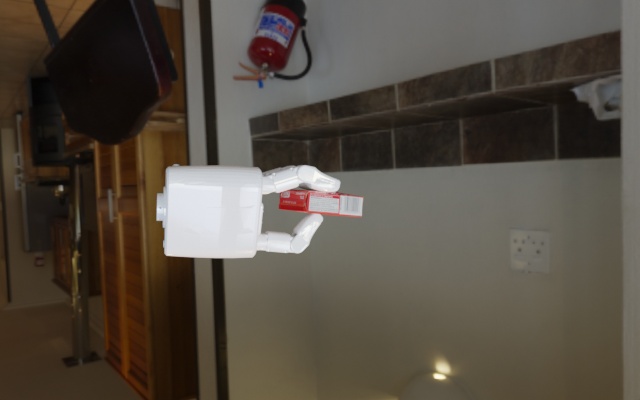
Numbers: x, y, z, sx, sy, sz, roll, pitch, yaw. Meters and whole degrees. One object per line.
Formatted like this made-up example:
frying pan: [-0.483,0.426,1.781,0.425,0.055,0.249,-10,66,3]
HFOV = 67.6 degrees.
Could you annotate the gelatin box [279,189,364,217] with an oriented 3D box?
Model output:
gelatin box: [0.000,0.003,0.632,0.089,0.030,0.073,6,0,-32]
